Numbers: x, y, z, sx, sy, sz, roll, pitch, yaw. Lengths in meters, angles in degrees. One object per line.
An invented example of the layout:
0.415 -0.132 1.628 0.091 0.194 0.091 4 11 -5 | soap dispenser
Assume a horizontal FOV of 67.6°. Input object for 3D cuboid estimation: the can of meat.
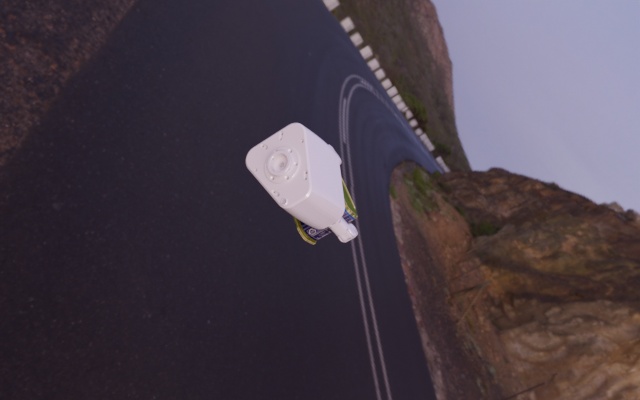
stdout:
0.000 0.002 0.736 0.084 0.102 0.057 -30 -29 14 | can of meat
